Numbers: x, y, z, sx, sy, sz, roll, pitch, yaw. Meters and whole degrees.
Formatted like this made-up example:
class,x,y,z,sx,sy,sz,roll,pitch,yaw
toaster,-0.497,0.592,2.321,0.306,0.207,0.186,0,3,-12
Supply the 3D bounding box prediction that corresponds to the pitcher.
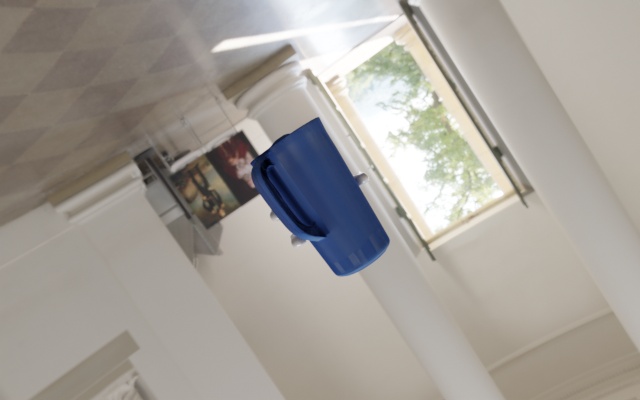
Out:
class,x,y,z,sx,sy,sz,roll,pitch,yaw
pitcher,0.000,0.002,0.765,0.149,0.243,0.145,-34,5,-7
